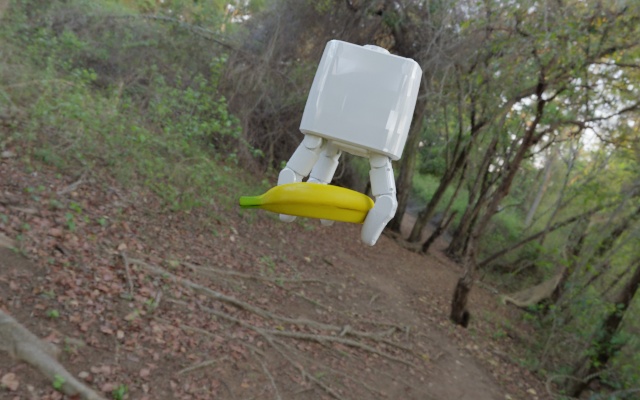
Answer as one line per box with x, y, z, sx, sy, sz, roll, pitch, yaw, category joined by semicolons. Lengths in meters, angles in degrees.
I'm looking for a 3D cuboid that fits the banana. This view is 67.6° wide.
0.011;0.003;0.521;0.069;0.037;0.198;7;-1;45;banana
